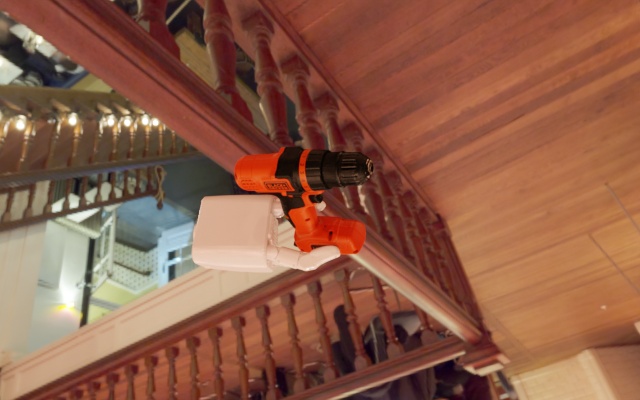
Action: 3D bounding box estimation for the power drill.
[{"bbox_3d":[0.000,0.002,0.640,0.184,0.057,0.188,1,-37,26],"label":"power drill"}]
